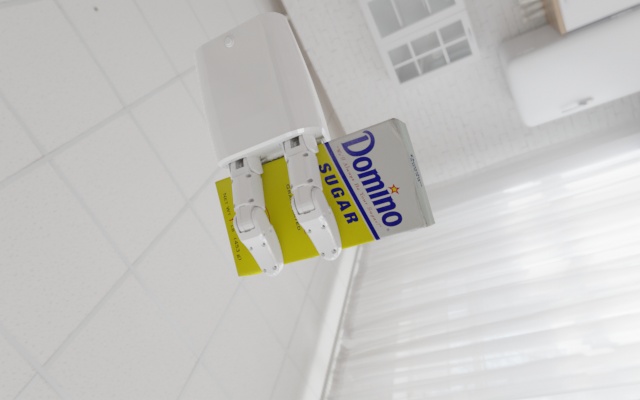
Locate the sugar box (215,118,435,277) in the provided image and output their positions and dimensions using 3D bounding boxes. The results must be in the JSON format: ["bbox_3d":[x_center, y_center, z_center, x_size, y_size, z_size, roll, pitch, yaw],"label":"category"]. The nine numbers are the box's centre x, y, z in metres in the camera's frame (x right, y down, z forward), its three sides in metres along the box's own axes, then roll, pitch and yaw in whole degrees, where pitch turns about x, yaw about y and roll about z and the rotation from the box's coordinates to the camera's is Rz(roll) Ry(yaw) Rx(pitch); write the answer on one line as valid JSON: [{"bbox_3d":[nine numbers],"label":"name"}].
[{"bbox_3d":[0.000,0.001,0.417,0.176,0.093,0.048,-19,-6,23],"label":"sugar box"}]
